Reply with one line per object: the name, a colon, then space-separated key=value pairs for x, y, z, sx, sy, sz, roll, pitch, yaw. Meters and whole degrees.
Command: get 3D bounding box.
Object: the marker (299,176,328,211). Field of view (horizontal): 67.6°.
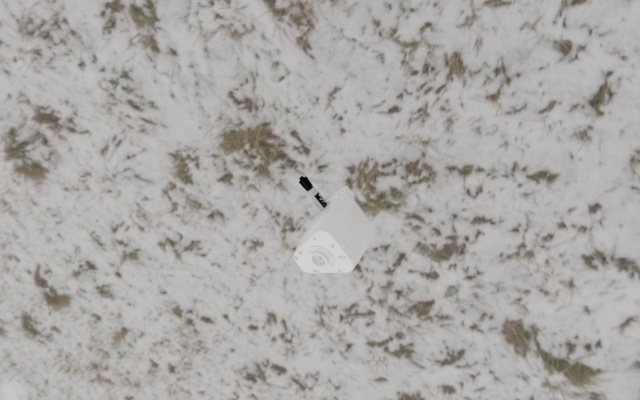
marker: x=0.000 y=0.003 z=0.889 sx=0.020 sy=0.121 sz=0.020 roll=-35 pitch=16 yaw=11
